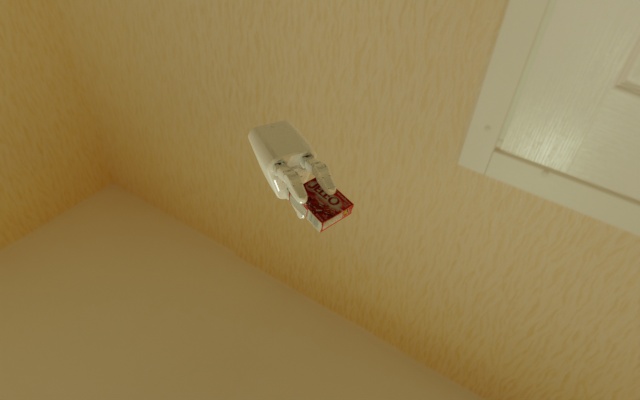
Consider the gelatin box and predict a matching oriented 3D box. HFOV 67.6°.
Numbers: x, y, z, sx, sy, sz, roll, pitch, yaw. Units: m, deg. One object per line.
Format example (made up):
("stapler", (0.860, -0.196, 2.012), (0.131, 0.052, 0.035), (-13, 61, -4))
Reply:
("gelatin box", (0.000, 0.003, 0.819), (0.073, 0.030, 0.089), (-29, 60, -30))
